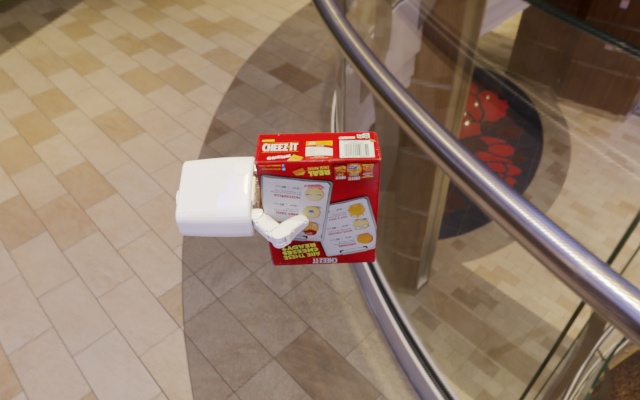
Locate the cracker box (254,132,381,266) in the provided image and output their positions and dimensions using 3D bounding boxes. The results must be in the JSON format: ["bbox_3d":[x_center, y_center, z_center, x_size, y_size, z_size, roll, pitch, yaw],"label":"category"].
[{"bbox_3d":[0.000,0.002,0.699,0.164,0.072,0.214,-2,-45,2],"label":"cracker box"}]
